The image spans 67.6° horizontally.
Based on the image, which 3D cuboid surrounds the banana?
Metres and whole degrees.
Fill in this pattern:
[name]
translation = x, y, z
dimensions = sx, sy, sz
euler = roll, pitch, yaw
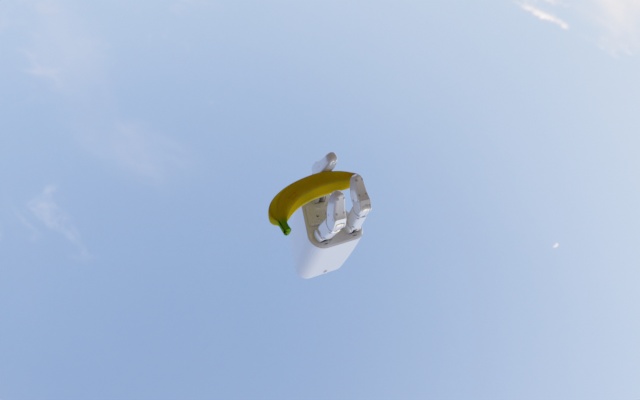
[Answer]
[banana]
translation = -0.017, -0.006, 0.704
dimensions = 0.069, 0.037, 0.197
euler = 33, 42, 19
